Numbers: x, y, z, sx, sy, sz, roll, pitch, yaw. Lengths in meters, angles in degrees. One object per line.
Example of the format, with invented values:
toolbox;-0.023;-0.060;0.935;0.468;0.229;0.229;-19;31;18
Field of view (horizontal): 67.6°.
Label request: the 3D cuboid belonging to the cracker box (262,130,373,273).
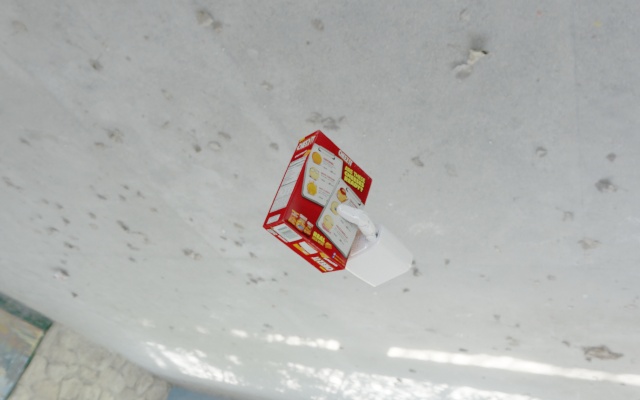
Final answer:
cracker box;0.000;0.003;0.898;0.072;0.213;0.164;-18;-49;44
